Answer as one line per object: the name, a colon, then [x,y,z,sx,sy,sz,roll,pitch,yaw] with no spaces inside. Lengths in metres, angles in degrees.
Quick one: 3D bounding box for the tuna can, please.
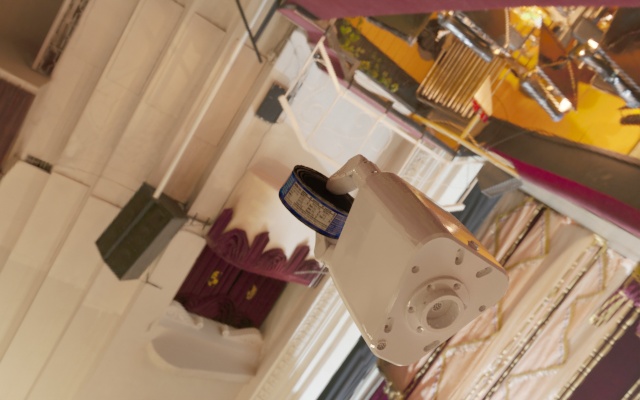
tuna can: [0.000,0.002,0.492,0.086,0.034,0.086,32,16,-10]
